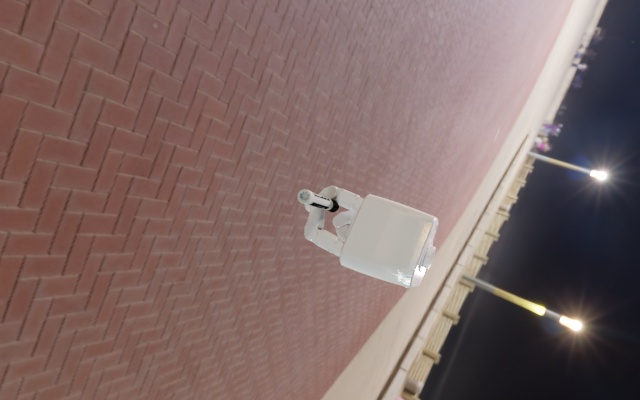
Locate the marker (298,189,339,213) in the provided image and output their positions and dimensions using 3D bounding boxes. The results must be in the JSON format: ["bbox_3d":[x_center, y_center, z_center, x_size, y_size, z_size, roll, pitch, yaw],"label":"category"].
[{"bbox_3d":[0.000,0.002,0.672,0.020,0.020,0.121,0,-7,21],"label":"marker"}]
